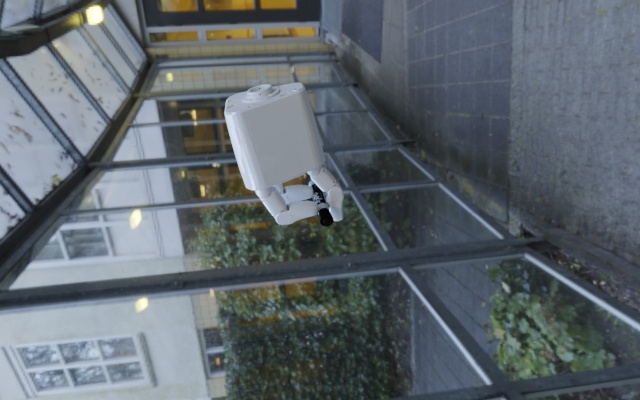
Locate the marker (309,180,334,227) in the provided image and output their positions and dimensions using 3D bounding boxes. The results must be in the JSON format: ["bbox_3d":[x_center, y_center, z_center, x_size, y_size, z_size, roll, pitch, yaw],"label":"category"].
[{"bbox_3d":[0.000,0.002,0.686,0.020,0.020,0.121,0,27,-10],"label":"marker"}]
